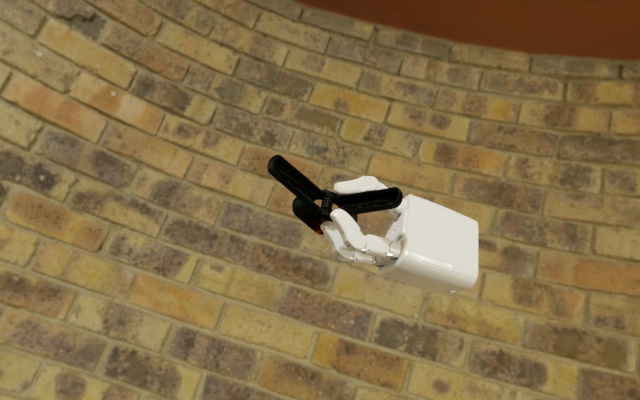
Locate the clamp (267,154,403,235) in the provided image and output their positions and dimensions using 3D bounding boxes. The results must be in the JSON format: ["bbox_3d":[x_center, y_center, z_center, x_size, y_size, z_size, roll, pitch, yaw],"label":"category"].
[{"bbox_3d":[0.000,0.002,0.645,0.164,0.036,0.210,19,-20,-7],"label":"clamp"}]
